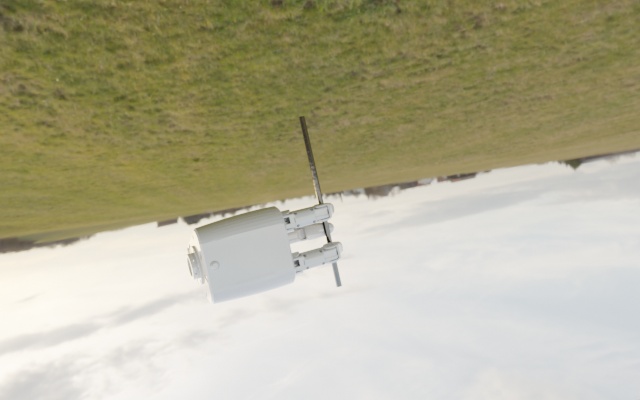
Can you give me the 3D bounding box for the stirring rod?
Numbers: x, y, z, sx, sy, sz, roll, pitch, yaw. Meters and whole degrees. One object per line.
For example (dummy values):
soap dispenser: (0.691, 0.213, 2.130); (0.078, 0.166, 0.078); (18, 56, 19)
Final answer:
stirring rod: (0.000, 0.002, 0.660); (0.011, 0.239, 0.011); (-12, 3, 1)
